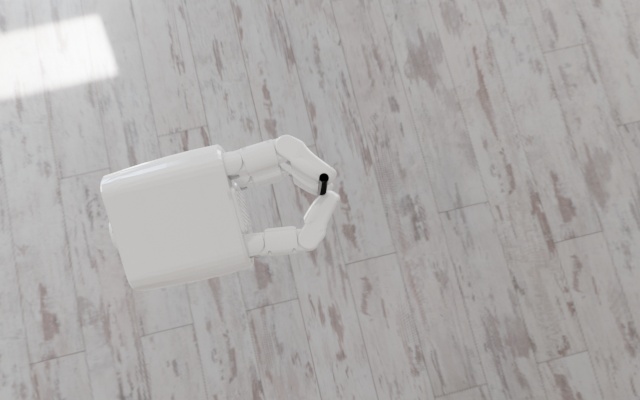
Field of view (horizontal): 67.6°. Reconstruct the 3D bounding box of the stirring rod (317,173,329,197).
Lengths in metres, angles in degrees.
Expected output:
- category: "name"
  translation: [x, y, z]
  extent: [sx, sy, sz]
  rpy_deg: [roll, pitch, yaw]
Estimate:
- category: "stirring rod"
  translation: [0.000, 0.002, 0.500]
  extent: [0.011, 0.011, 0.239]
  rpy_deg: [0, -9, -1]
